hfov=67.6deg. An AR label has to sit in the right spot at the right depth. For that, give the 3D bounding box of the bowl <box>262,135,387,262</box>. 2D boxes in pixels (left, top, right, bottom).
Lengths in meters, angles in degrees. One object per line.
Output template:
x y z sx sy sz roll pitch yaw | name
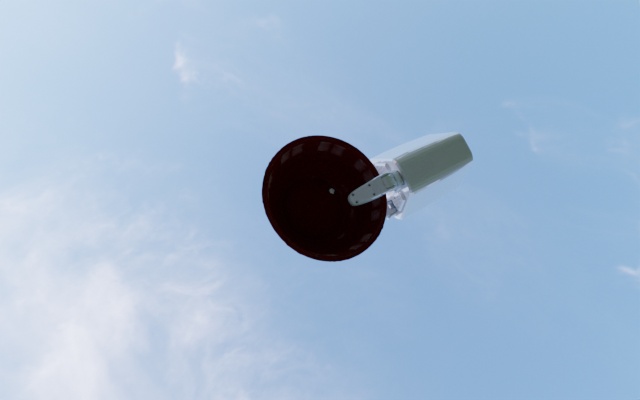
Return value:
-0.001 0.002 0.603 0.162 0.162 0.055 0 -17 -20 | bowl
